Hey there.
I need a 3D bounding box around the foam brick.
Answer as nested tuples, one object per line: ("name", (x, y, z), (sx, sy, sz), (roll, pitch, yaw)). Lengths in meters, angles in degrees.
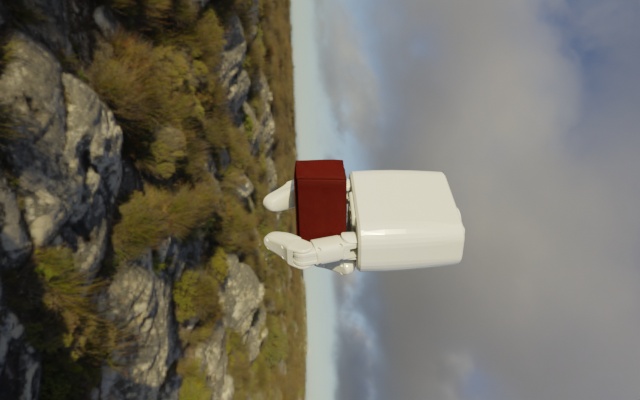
("foam brick", (0.000, 0.001, 0.494), (0.051, 0.078, 0.053), (-1, 27, 0))
